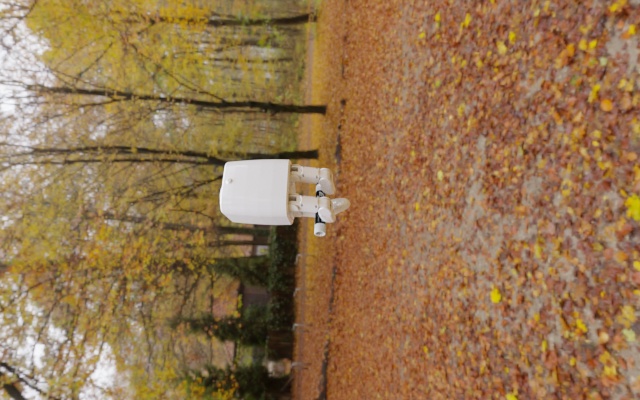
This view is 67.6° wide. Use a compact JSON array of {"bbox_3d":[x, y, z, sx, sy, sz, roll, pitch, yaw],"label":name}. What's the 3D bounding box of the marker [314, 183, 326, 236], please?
[{"bbox_3d":[0.000,0.003,0.808,0.020,0.121,0.020,1,-31,0],"label":"marker"}]
